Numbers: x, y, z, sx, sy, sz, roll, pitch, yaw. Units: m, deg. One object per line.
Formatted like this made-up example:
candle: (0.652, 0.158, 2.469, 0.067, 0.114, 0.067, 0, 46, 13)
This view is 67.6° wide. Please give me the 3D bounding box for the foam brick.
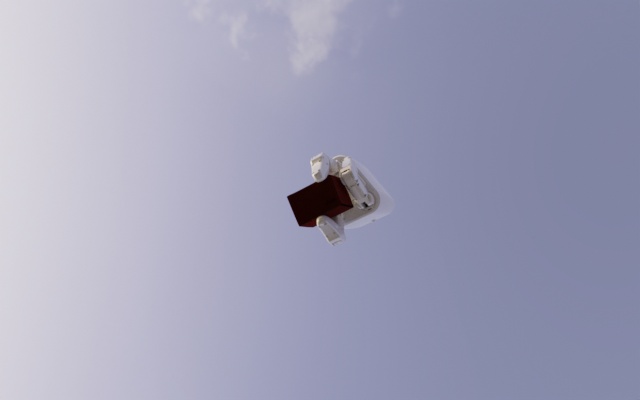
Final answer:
foam brick: (0.000, 0.002, 0.725, 0.078, 0.053, 0.051, -26, -14, 20)
